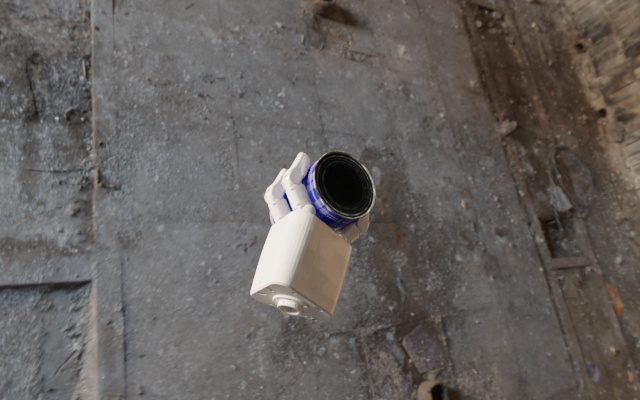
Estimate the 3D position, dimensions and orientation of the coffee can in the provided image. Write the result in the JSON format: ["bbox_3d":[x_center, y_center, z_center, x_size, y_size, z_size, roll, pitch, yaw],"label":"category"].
[{"bbox_3d":[0.000,0.002,0.711,0.103,0.102,0.140,0,-21,-33],"label":"coffee can"}]
